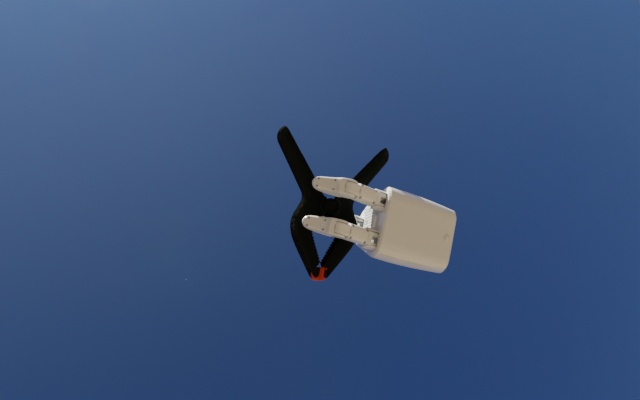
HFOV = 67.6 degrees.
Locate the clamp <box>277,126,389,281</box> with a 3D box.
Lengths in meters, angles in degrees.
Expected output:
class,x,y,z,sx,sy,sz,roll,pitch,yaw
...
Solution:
class,x,y,z,sx,sy,sz,roll,pitch,yaw
clamp,0.000,0.003,0.658,0.164,0.210,0.036,17,-13,-12
